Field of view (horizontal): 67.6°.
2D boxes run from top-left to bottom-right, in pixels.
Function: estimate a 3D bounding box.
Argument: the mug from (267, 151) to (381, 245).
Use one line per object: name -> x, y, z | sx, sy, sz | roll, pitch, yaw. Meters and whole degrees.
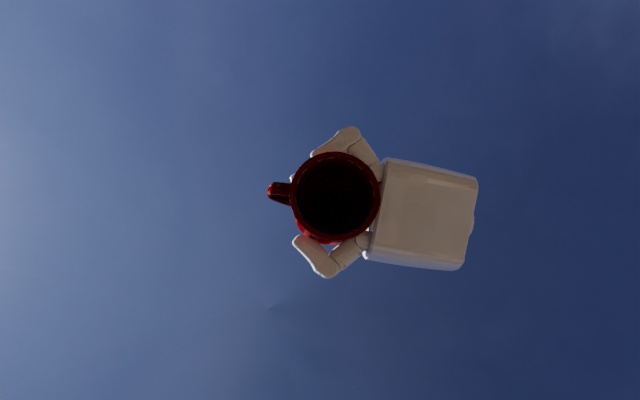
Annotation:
mug -> -0.001, 0.002, 0.519 | 0.117, 0.093, 0.081 | 8, -13, -3
